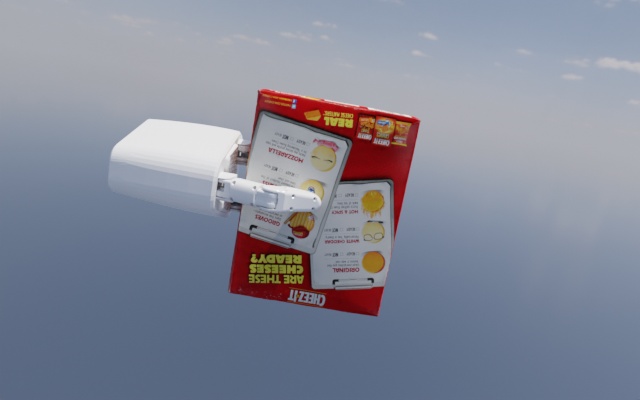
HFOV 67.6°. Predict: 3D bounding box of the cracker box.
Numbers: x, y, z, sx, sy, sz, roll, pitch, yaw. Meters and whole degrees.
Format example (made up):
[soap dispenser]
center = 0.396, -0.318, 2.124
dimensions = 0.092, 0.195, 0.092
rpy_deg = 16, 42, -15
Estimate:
[cracker box]
center = 0.000, 0.002, 0.513
dimensions = 0.164, 0.214, 0.072
rpy_deg = 10, 12, -2
